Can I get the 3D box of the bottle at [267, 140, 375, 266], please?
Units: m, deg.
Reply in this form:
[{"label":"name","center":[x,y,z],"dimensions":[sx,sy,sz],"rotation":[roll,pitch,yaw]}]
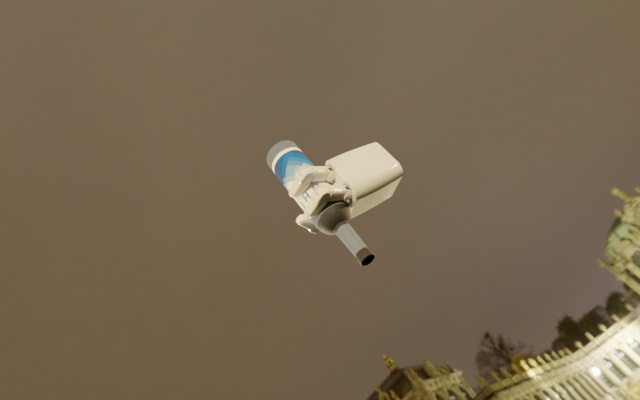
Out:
[{"label":"bottle","center":[0.000,0.003,0.841],"dimensions":[0.069,0.069,0.295],"rotation":[0,39,-41]}]
